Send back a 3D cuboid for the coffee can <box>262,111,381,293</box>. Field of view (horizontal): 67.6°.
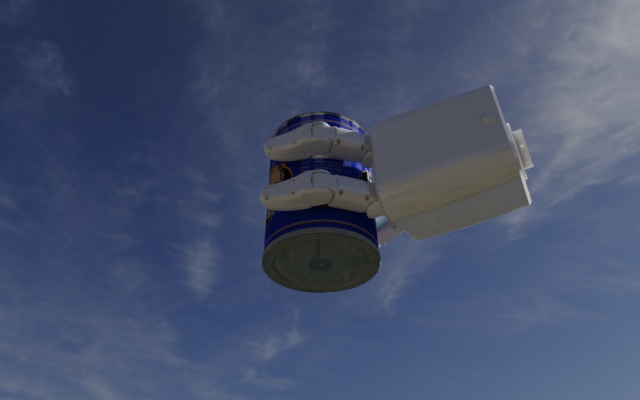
[{"bbox_3d":[0.000,0.002,0.452,0.103,0.140,0.103,-1,-37,0],"label":"coffee can"}]
